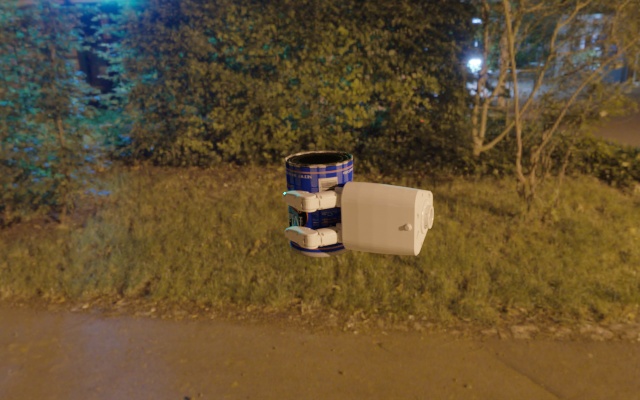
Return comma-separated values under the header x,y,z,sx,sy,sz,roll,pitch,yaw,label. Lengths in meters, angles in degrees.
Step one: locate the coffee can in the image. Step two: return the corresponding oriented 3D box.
x,y,z,sx,sy,sz,roll,pitch,yaw,label
0.000,0.003,0.731,0.103,0.140,0.102,-2,17,1,coffee can
